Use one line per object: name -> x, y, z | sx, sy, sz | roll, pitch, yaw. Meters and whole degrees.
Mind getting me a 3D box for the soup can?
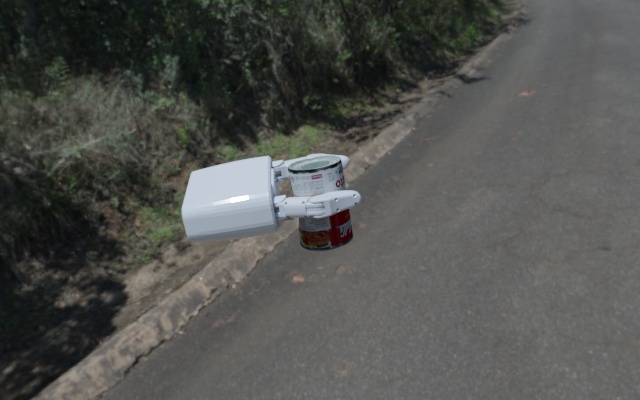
soup can -> 0.001, 0.002, 0.589 | 0.068, 0.102, 0.068 | -9, 17, 3
